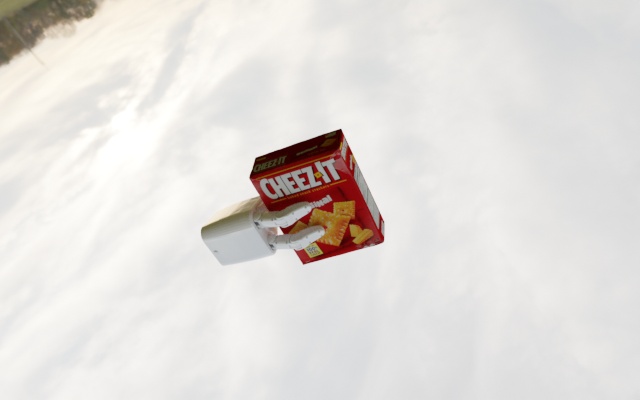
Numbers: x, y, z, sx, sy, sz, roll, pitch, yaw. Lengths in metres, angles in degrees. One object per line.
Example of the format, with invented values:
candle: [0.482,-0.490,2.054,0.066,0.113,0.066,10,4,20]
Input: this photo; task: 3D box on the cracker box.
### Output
cracker box: [0.000,0.003,0.826,0.164,0.214,0.072,-17,35,18]
